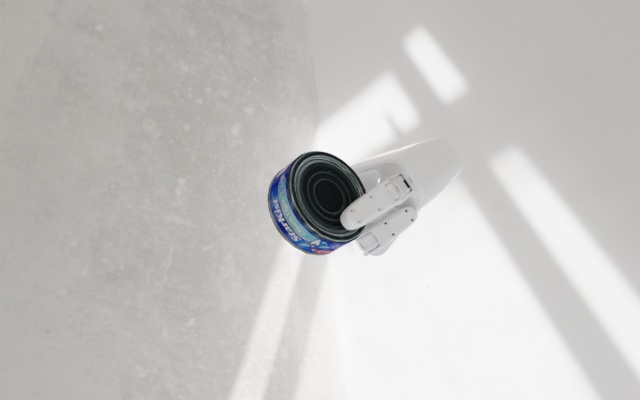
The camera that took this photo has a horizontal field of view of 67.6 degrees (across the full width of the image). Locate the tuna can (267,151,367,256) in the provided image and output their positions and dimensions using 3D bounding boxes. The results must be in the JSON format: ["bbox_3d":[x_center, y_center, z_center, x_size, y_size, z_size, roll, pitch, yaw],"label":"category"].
[{"bbox_3d":[0.000,0.001,0.408,0.086,0.086,0.034,0,-22,-38],"label":"tuna can"}]
